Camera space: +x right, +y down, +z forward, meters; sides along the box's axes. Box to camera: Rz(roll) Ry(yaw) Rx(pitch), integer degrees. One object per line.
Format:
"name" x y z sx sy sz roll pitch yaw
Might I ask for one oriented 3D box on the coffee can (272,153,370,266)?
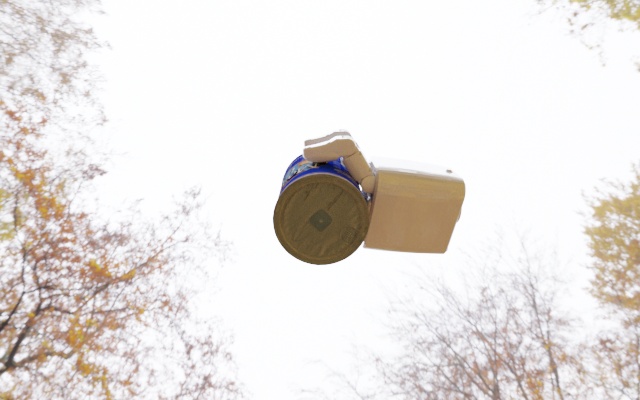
"coffee can" 0.000 0.002 0.569 0.103 0.103 0.140 0 17 0
